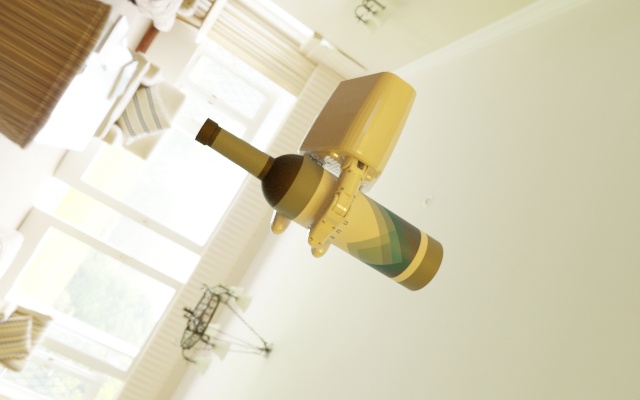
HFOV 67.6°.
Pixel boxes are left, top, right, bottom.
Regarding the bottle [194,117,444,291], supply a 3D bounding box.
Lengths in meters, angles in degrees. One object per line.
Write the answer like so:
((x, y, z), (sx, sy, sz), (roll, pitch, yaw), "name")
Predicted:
((0.000, 0.002, 0.520), (0.296, 0.069, 0.069), (32, -9, -15), "bottle")
